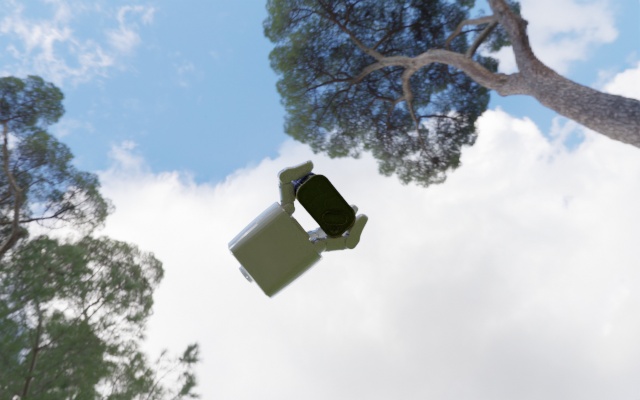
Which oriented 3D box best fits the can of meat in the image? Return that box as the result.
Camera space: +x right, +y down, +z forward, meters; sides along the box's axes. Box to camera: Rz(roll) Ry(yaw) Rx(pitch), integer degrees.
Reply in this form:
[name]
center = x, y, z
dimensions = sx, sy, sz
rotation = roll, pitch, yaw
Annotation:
[can of meat]
center = 0.000, 0.002, 0.762
dimensions = 0.057, 0.102, 0.084
rotation = -42, 16, -4
